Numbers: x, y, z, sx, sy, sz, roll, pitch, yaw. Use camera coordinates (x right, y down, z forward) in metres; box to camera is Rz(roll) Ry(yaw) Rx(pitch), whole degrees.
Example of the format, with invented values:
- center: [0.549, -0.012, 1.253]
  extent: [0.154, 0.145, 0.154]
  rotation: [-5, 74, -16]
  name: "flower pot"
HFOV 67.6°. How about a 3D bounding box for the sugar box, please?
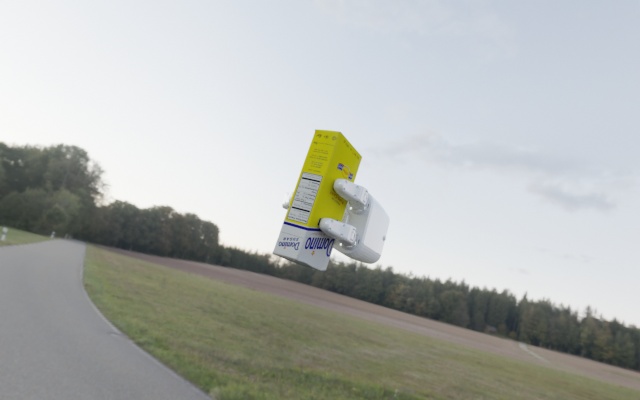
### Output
- center: [0.001, 0.002, 0.645]
  extent: [0.048, 0.176, 0.093]
  rotation: [11, -11, 27]
  name: "sugar box"
